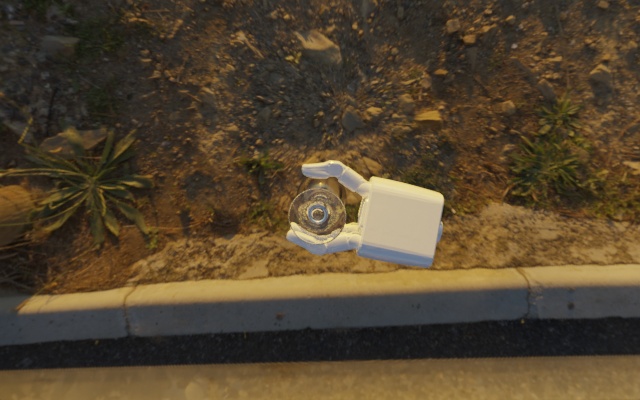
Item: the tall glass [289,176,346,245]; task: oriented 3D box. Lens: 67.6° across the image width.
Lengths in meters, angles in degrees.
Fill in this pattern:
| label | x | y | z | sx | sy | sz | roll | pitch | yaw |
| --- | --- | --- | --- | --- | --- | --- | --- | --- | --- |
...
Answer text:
| label | x | y | z | sx | sy | sz | roll | pitch | yaw |
| --- | --- | --- | --- | --- | --- | --- | --- | --- | --- |
| tall glass | 0.000 | 0.002 | 0.708 | 0.079 | 0.079 | 0.201 | 0 | 11 | 2 |
